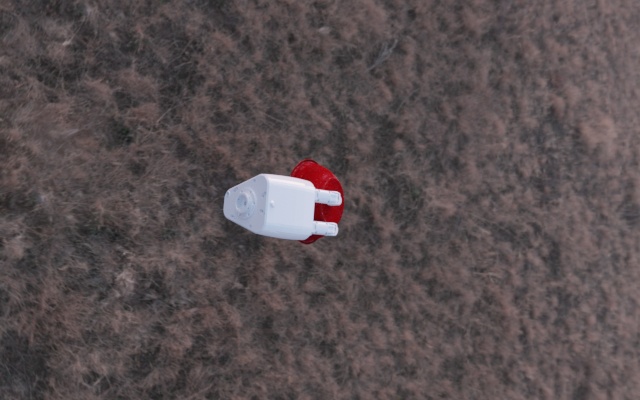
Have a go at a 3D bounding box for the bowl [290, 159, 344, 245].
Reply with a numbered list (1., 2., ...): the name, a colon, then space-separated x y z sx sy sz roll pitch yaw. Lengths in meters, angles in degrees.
1. bowl: 0.001 0.003 0.893 0.055 0.162 0.162 1 0 29
